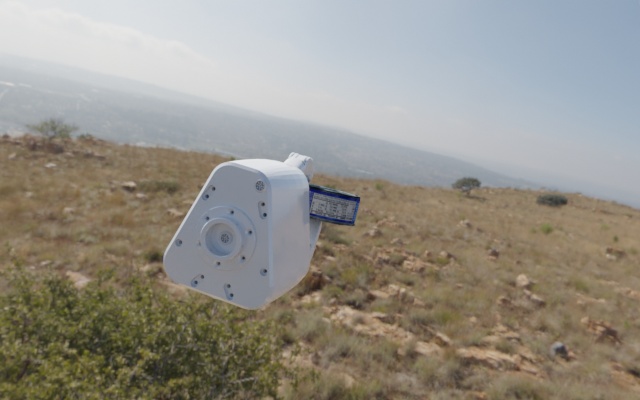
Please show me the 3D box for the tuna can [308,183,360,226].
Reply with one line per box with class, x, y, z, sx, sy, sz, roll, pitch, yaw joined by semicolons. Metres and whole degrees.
tuna can;0.000;0.001;0.531;0.086;0.034;0.086;14;3;-1
